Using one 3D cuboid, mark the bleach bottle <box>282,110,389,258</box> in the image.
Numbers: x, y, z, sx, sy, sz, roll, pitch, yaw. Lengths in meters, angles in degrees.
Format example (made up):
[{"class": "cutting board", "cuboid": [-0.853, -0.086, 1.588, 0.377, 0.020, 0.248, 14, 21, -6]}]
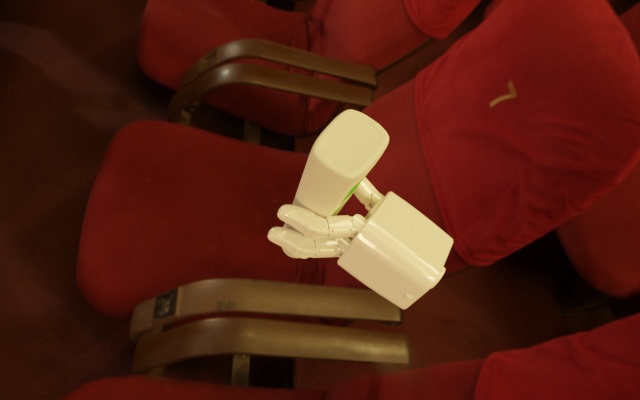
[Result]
[{"class": "bleach bottle", "cuboid": [0.000, 0.002, 0.622, 0.068, 0.102, 0.251, 36, -36, 6]}]
